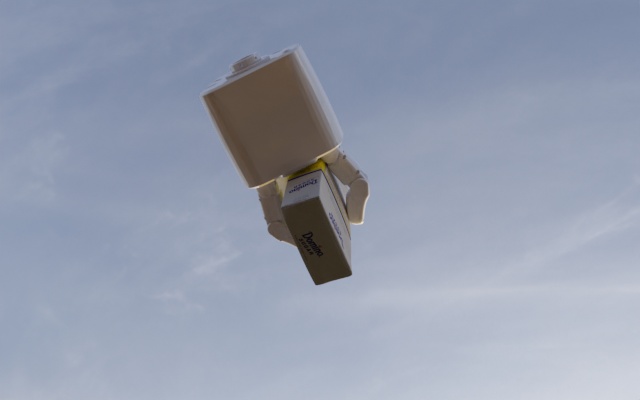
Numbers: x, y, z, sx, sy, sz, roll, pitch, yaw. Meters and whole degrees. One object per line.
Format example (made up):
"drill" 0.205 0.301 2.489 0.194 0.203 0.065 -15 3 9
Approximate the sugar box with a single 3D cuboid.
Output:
"sugar box" 0.000 0.002 0.519 0.048 0.093 0.176 -17 24 13
